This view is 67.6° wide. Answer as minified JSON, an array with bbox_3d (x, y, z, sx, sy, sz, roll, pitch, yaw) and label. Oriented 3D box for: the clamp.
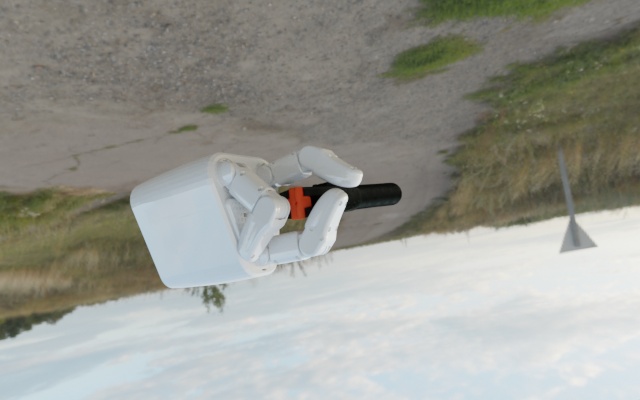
[{"bbox_3d":[0.000,0.002,0.479,0.120,0.039,0.171,-15,-7,28],"label":"clamp"}]
